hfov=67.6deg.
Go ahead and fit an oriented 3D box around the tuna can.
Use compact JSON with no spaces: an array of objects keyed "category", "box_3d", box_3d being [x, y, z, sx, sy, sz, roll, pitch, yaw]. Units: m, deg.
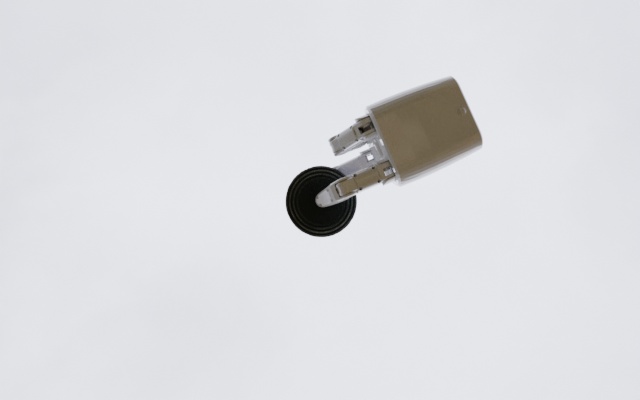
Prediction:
[{"category":"tuna can","box_3d":[0.000,0.002,0.586,0.086,0.086,0.034,0,-3,-3]}]
